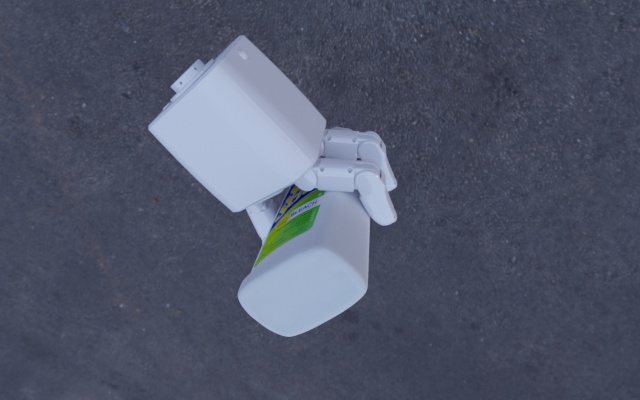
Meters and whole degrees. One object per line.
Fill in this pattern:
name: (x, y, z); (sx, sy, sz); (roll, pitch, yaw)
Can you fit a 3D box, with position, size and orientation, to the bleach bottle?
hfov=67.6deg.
bleach bottle: (0.000, 0.001, 0.457); (0.102, 0.068, 0.250); (-34, 24, 26)
